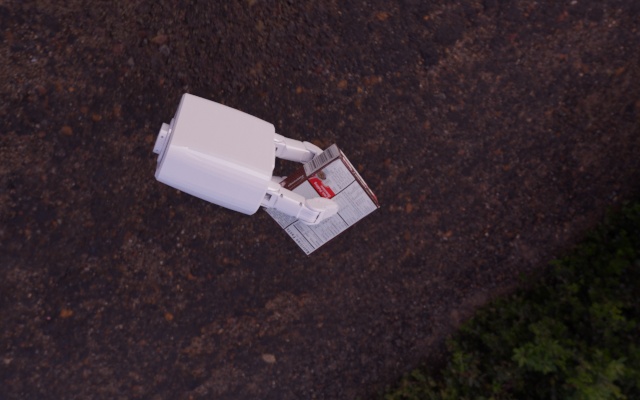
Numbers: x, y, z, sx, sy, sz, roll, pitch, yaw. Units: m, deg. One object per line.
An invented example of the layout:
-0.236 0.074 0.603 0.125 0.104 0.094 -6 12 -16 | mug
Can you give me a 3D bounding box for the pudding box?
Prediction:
0.000 0.002 0.572 0.113 0.090 0.039 -34 29 11 | pudding box
